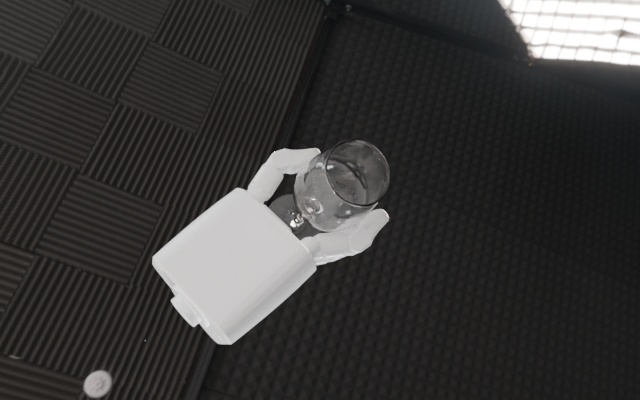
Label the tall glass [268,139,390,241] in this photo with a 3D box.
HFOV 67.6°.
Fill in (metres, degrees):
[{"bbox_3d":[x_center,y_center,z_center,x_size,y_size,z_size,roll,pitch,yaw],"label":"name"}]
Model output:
[{"bbox_3d":[0.000,0.002,0.502,0.079,0.079,0.201,0,-16,-20],"label":"tall glass"}]
